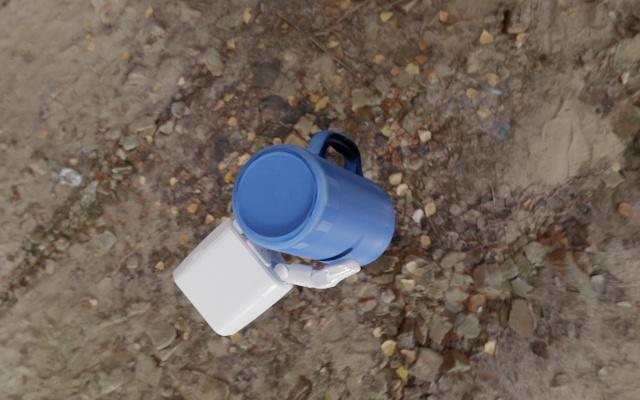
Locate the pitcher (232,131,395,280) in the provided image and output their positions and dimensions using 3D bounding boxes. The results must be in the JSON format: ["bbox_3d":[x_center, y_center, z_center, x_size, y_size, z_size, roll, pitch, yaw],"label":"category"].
[{"bbox_3d":[0.000,0.002,0.582,0.145,0.149,0.243,-40,-21,11],"label":"pitcher"}]
